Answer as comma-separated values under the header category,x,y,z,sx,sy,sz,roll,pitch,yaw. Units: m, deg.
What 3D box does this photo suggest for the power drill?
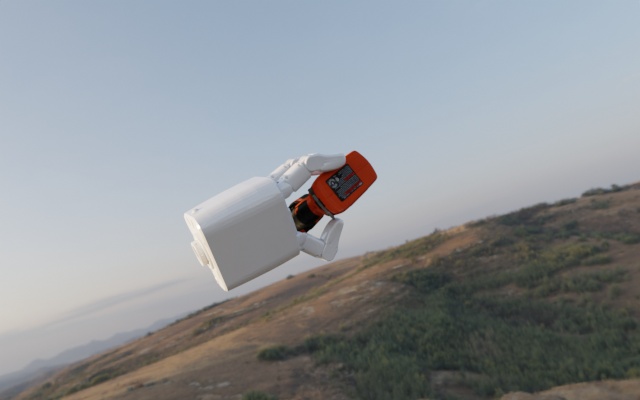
category,x,y,z,sx,sy,sz,roll,pitch,yaw
power drill,0.000,0.002,0.701,0.184,0.057,0.188,-43,1,-40
